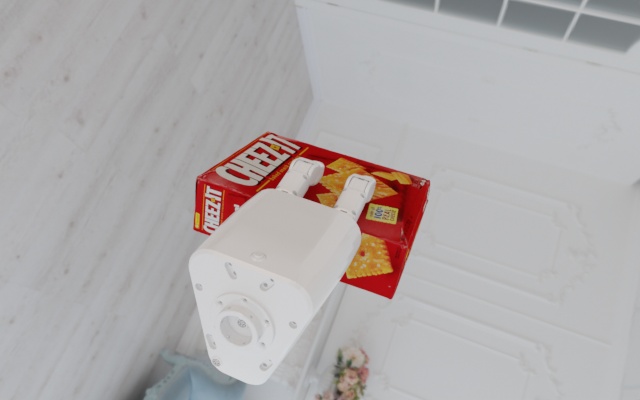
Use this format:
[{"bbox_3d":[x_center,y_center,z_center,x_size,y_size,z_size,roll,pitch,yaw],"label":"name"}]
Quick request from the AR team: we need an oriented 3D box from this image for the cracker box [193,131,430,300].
[{"bbox_3d":[0.000,0.002,0.515,0.213,0.072,0.164,18,29,13],"label":"cracker box"}]
